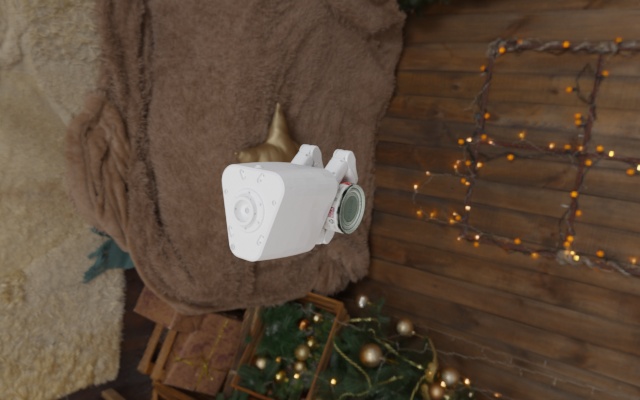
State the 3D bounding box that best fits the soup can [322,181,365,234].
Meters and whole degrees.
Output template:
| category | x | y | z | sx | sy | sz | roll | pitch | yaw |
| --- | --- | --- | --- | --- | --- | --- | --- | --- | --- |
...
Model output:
| category | x | y | z | sx | sy | sz | roll | pitch | yaw |
| --- | --- | --- | --- | --- | --- | --- | --- | --- | --- |
| soup can | 0.001 | 0.002 | 0.644 | 0.102 | 0.068 | 0.068 | 12 | 7 | 32 |
